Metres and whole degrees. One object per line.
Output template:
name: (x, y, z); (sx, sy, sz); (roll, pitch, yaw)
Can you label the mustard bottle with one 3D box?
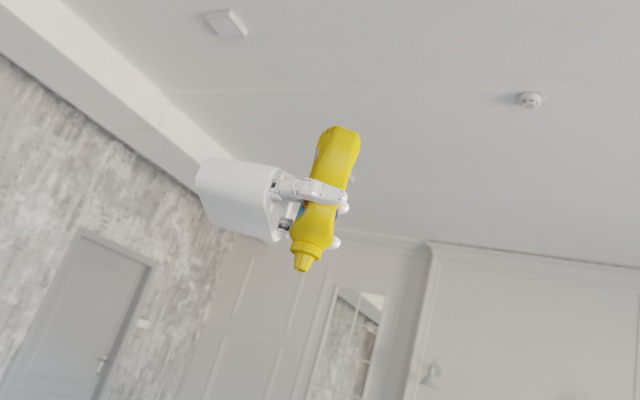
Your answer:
mustard bottle: (0.001, 0.002, 0.635); (0.058, 0.191, 0.096); (20, -20, -7)
